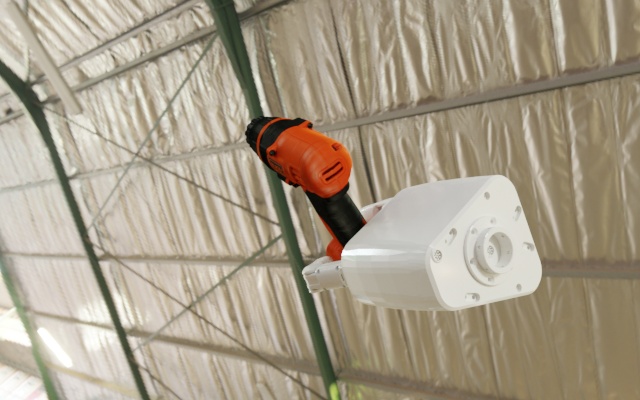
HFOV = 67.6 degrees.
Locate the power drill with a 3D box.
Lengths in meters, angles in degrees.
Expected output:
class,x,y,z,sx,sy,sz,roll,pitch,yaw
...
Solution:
class,x,y,z,sx,sy,sz,roll,pitch,yaw
power drill,0.000,0.002,0.482,0.057,0.188,0.184,-38,29,-9
